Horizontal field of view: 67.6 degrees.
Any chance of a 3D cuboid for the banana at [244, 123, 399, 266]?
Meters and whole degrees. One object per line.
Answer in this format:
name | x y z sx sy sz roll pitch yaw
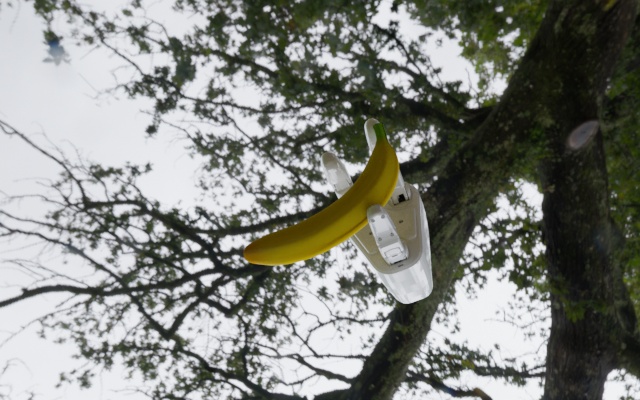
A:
banana | 0.014 0.010 0.478 0.069 0.198 0.037 43 -8 35
